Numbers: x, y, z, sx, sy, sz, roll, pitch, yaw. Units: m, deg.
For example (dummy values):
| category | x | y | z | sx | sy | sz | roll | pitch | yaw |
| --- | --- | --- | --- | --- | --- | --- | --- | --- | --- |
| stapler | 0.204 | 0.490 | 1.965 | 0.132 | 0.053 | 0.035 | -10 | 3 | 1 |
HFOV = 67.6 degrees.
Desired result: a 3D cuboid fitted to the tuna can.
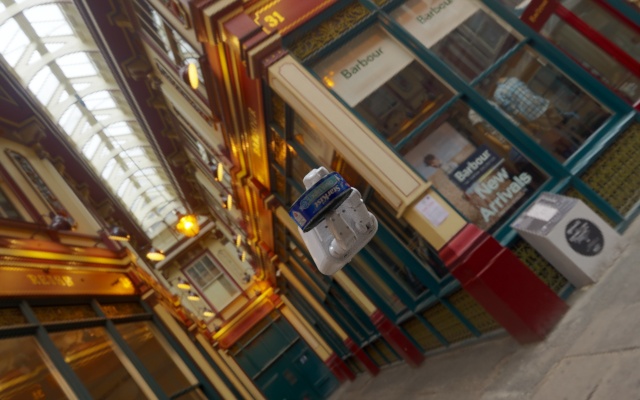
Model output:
| category | x | y | z | sx | sy | sz | roll | pitch | yaw |
| --- | --- | --- | --- | --- | --- | --- | --- | --- | --- |
| tuna can | 0.000 | 0.002 | 0.619 | 0.086 | 0.033 | 0.086 | -40 | -8 | -7 |
